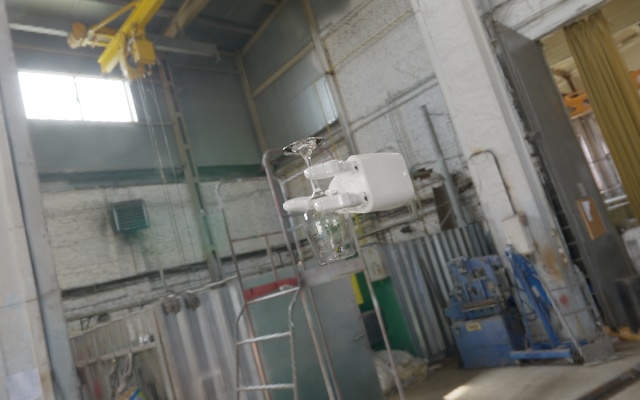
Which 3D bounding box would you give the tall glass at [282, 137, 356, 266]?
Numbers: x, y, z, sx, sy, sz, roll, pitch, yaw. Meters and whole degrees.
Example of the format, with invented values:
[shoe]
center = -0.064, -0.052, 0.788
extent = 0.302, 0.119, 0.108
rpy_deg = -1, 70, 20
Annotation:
[tall glass]
center = 0.000, 0.002, 0.785
extent = 0.079, 0.201, 0.079
rpy_deg = -16, -9, -3
